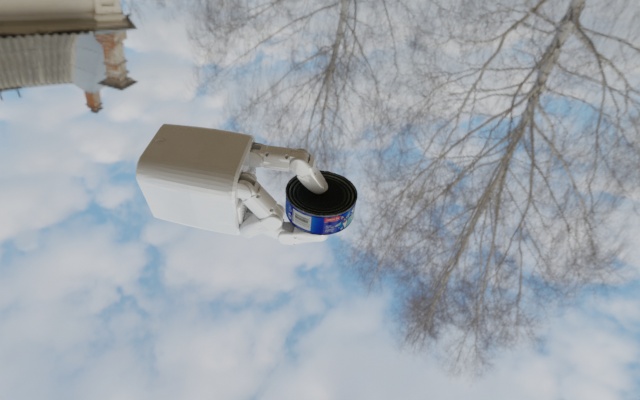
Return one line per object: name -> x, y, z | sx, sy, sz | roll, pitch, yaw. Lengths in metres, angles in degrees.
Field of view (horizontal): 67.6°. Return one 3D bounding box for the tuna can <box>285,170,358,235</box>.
tuna can -> 0.000, 0.002, 0.574 | 0.086, 0.034, 0.086 | 3, 39, -3
